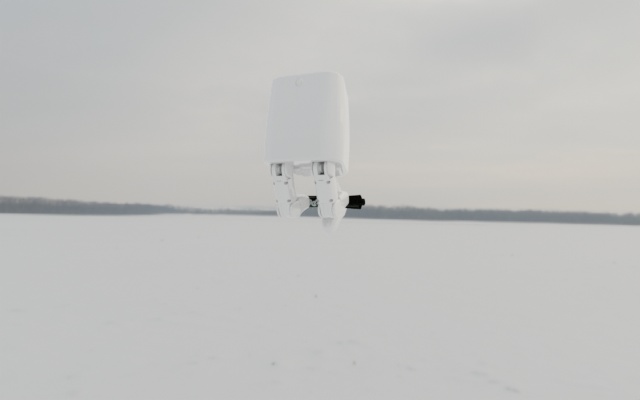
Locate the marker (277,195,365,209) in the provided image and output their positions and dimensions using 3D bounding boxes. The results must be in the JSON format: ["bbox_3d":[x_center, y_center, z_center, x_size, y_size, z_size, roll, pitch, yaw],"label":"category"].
[{"bbox_3d":[0.000,0.002,0.626,0.121,0.020,0.020,0,0,24],"label":"marker"}]
